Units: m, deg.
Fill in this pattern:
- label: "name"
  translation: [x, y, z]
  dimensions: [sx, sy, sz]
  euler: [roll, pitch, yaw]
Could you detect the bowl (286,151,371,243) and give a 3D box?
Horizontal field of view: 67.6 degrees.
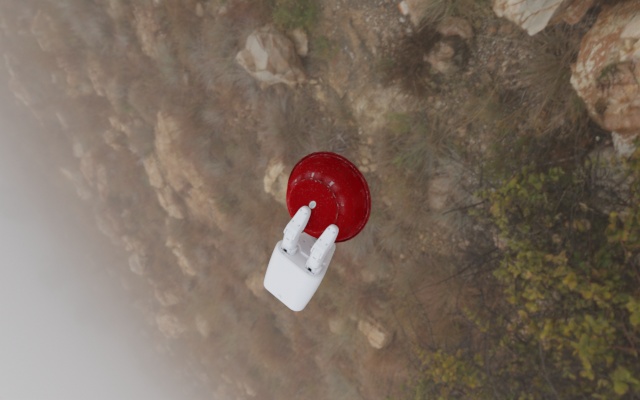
- label: "bowl"
  translation: [0.000, 0.002, 0.792]
  dimensions: [0.162, 0.162, 0.055]
  euler: [0, 15, 29]
